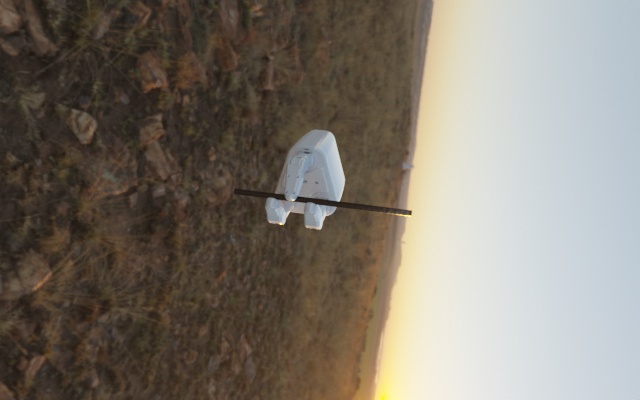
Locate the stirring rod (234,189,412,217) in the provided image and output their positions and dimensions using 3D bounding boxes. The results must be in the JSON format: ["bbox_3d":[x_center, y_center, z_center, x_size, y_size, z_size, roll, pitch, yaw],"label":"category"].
[{"bbox_3d":[0.000,0.002,0.635,0.239,0.011,0.011,7,1,10],"label":"stirring rod"}]
